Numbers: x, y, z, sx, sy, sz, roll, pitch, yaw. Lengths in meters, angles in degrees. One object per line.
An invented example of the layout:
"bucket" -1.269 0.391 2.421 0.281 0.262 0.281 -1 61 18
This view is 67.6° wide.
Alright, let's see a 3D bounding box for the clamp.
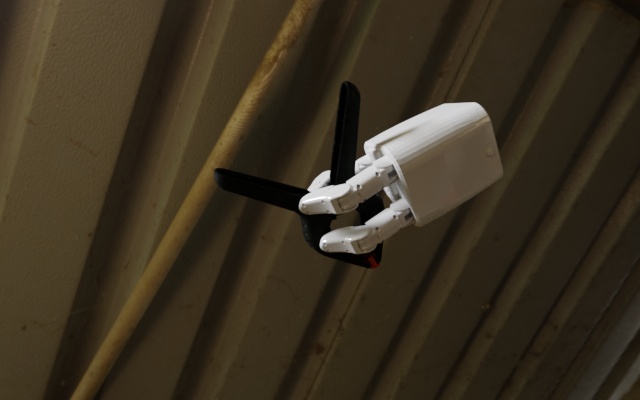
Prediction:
"clamp" 0.000 0.002 0.509 0.164 0.210 0.036 -27 30 0
